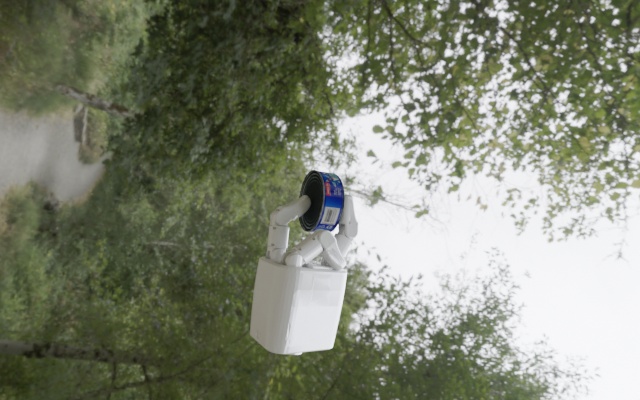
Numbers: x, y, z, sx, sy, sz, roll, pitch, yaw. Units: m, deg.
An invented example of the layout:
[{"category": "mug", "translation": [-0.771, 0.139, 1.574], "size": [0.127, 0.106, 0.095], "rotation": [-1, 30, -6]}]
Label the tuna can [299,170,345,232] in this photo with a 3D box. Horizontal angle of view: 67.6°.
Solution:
[{"category": "tuna can", "translation": [0.001, 0.002, 0.662], "size": [0.034, 0.086, 0.086], "rotation": [7, -3, -24]}]
